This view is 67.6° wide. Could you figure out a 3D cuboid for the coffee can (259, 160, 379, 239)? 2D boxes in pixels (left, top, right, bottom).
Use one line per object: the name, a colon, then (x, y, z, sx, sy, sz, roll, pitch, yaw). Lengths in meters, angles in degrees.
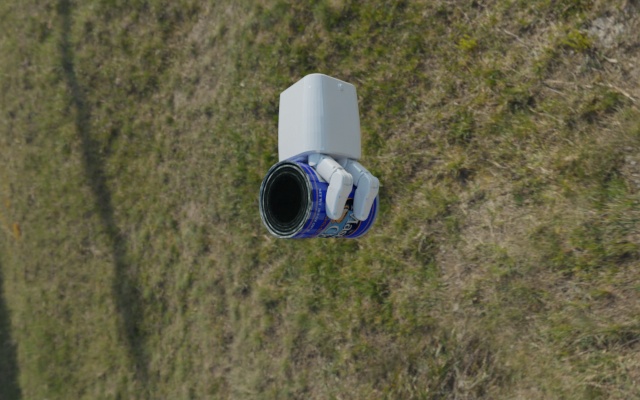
coffee can: (0.000, 0.002, 0.670, 0.103, 0.103, 0.140, 0, -3, 44)
